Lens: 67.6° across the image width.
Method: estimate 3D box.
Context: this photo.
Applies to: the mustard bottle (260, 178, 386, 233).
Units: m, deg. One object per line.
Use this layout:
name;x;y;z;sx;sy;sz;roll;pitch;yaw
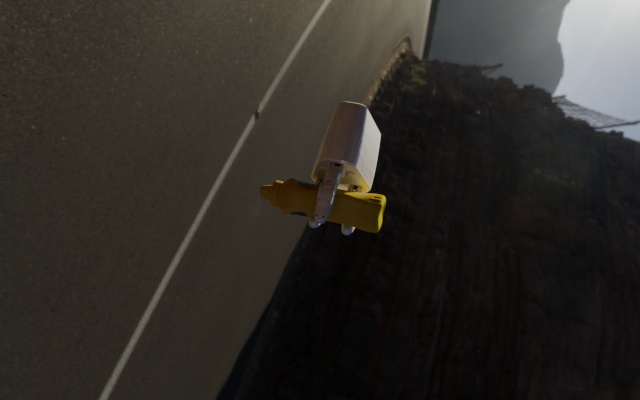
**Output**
mustard bottle;0.000;0.003;0.727;0.191;0.058;0.096;11;5;10
